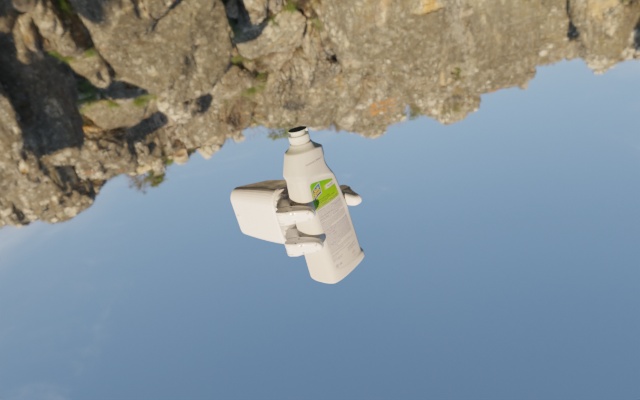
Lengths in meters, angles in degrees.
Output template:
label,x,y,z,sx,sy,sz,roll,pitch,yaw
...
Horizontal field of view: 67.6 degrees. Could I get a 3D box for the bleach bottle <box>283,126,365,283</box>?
label,x,y,z,sx,sy,sz,roll,pitch,yaw
bleach bottle,0.000,0.003,0.756,0.068,0.251,0.102,6,32,39
